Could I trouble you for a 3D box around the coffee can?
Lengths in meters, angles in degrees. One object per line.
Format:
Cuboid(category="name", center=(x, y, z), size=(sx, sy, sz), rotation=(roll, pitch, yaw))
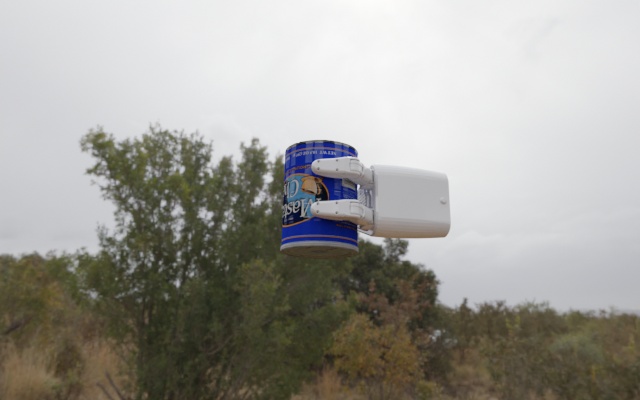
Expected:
Cuboid(category="coffee can", center=(0.000, 0.002, 0.646), size=(0.103, 0.140, 0.103), rotation=(1, -15, 0))
